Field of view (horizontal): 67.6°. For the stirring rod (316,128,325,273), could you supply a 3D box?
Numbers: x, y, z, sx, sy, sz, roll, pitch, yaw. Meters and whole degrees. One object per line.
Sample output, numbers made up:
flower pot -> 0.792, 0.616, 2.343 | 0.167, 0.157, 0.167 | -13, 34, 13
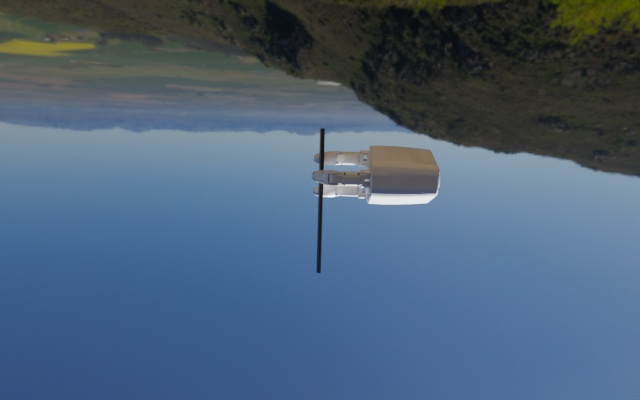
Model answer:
stirring rod -> 0.000, 0.002, 0.788 | 0.011, 0.239, 0.011 | 1, 9, 0
